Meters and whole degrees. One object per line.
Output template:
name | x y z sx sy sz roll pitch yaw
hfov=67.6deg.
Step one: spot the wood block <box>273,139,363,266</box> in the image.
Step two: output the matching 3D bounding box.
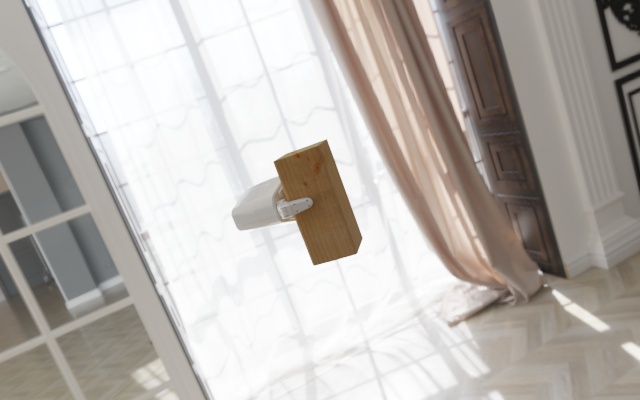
wood block | 0.000 0.003 0.884 0.090 0.206 0.090 -18 11 17
